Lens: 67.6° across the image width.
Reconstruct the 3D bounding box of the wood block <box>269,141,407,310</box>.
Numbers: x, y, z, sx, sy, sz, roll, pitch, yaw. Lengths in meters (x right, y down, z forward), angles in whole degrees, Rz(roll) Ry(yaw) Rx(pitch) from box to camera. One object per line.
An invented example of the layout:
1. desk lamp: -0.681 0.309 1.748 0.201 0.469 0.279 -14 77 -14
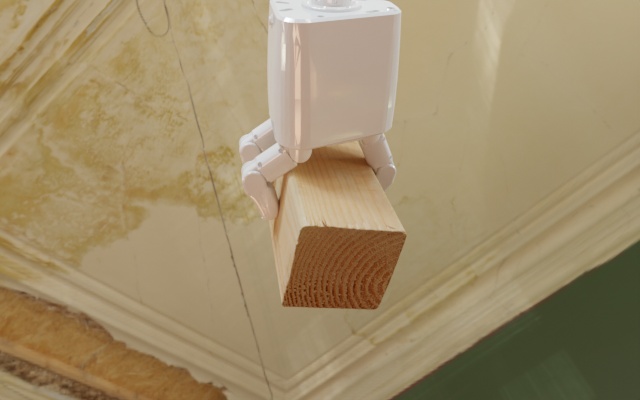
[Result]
1. wood block: 0.000 0.001 0.474 0.091 0.090 0.206 5 33 -15
